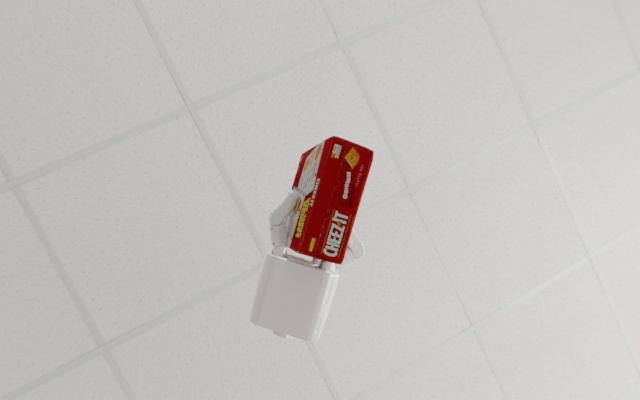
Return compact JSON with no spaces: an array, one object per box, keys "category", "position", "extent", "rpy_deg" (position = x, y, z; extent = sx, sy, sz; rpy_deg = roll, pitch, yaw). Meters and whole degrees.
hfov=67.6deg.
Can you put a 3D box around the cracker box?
[{"category":"cracker box","position":[0.000,0.002,0.732],"extent":[0.072,0.164,0.213],"rpy_deg":[17,-4,-13]}]
